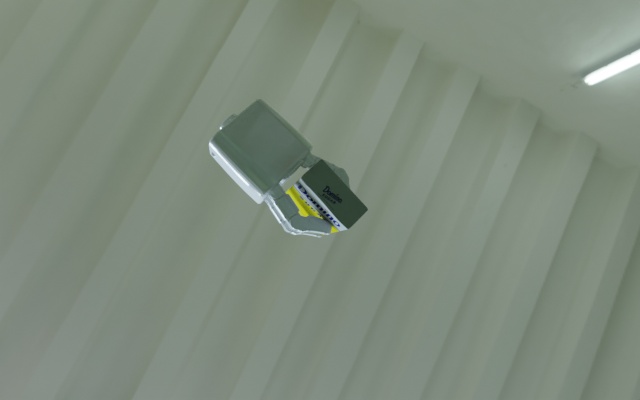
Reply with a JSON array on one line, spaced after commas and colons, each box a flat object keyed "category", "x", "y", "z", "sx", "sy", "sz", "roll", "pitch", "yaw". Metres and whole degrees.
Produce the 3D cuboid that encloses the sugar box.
[{"category": "sugar box", "x": 0.000, "y": 0.003, "z": 0.694, "sx": 0.048, "sy": 0.093, "sz": 0.176, "roll": -43, "pitch": 3, "yaw": -11}]
